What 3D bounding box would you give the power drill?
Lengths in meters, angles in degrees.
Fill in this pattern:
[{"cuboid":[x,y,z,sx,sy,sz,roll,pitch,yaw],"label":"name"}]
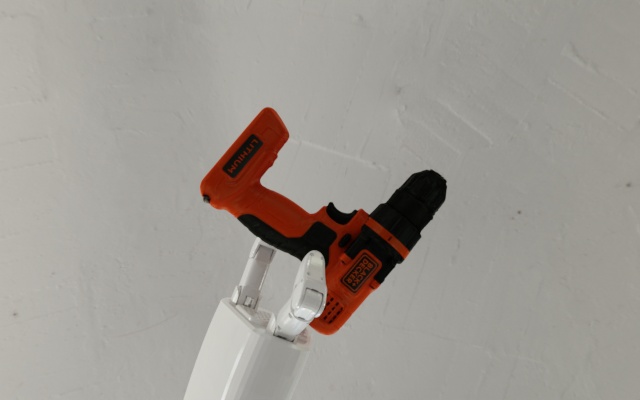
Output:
[{"cuboid":[0.000,0.001,0.443,0.187,0.184,0.057,41,-5,3],"label":"power drill"}]
